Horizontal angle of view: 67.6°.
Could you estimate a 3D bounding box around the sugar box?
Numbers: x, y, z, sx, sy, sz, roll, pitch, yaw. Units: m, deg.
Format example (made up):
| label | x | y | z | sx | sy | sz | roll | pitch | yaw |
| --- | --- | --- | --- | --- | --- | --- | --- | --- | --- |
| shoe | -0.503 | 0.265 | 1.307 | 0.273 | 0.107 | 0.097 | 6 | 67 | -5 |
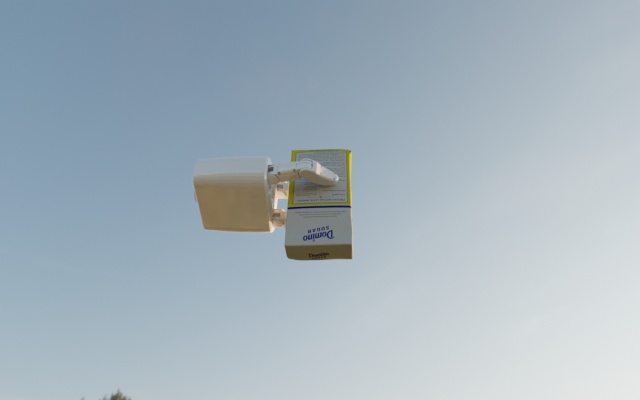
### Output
| label | x | y | z | sx | sy | sz | roll | pitch | yaw |
| --- | --- | --- | --- | --- | --- | --- | --- | --- | --- |
| sugar box | 0.000 | 0.003 | 0.693 | 0.093 | 0.176 | 0.048 | -1 | -36 | 4 |
